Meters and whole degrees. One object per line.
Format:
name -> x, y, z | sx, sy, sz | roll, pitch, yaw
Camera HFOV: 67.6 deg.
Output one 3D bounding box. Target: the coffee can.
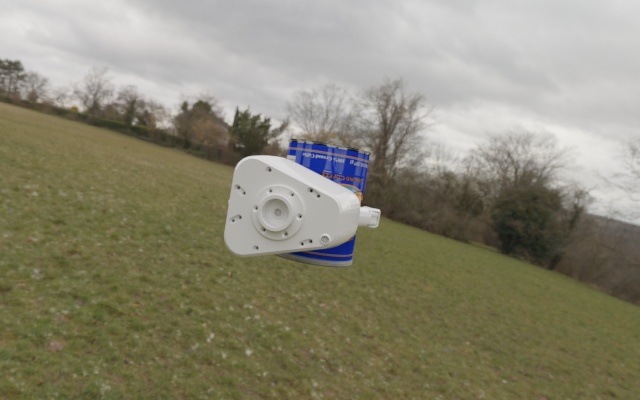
coffee can -> 0.000, 0.002, 0.592 | 0.103, 0.140, 0.103 | 10, 3, 0
